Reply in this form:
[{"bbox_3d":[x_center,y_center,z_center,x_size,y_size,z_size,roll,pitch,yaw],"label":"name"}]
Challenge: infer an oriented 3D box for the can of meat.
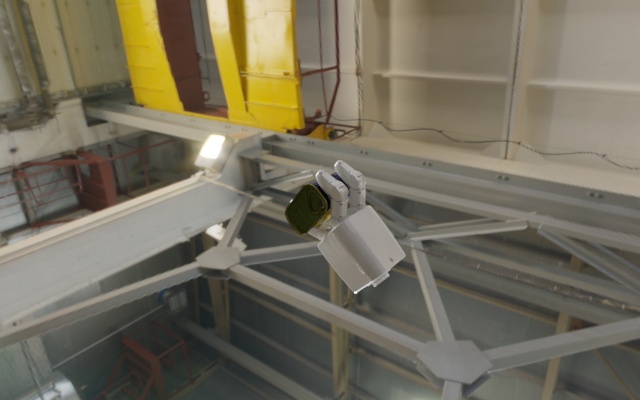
[{"bbox_3d":[0.000,0.003,0.816,0.084,0.057,0.102,-28,-16,-45],"label":"can of meat"}]
